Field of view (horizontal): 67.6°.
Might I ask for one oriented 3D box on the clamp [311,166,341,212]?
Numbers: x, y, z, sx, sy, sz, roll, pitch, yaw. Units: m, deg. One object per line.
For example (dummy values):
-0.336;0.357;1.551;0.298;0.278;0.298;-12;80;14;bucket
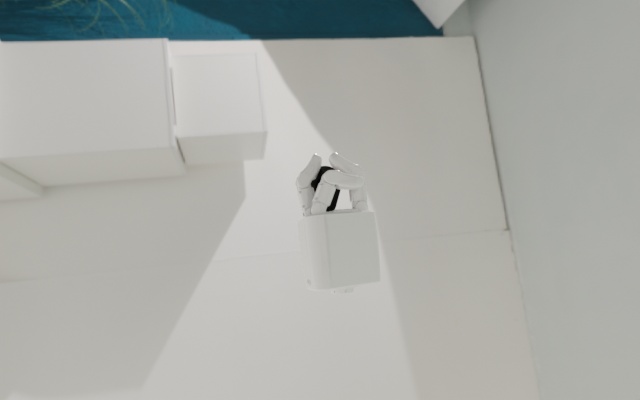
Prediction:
0.001;0.002;0.774;0.039;0.120;0.171;-5;-6;-12;clamp
